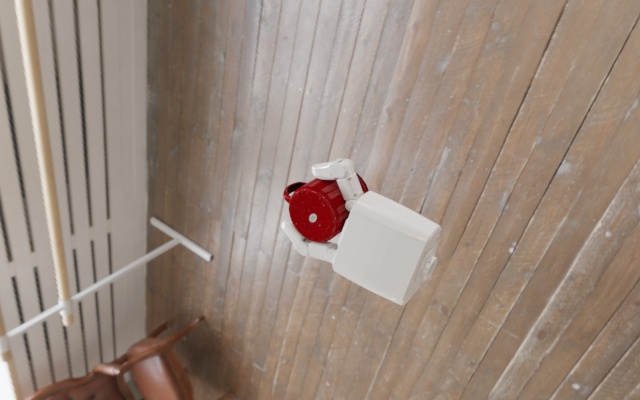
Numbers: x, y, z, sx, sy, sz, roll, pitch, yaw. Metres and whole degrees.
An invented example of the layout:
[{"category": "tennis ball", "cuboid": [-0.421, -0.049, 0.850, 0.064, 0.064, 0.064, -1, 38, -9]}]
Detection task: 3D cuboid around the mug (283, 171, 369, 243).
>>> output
[{"category": "mug", "cuboid": [-0.001, 0.002, 0.669, 0.117, 0.093, 0.081, 25, 34, 25]}]
